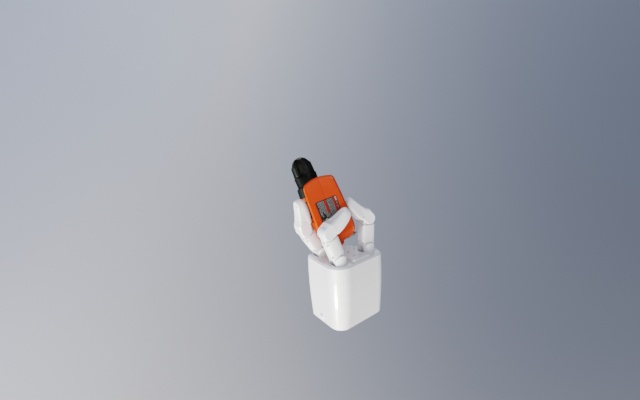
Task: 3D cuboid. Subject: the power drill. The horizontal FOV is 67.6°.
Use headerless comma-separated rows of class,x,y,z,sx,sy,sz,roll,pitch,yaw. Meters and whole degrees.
power drill,0.000,0.003,0.821,0.057,0.184,0.187,-24,0,-5
